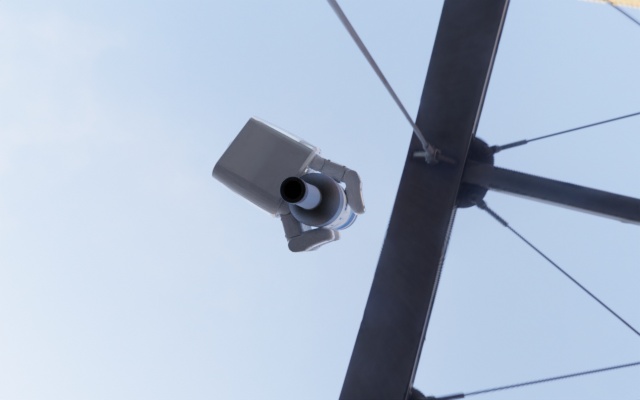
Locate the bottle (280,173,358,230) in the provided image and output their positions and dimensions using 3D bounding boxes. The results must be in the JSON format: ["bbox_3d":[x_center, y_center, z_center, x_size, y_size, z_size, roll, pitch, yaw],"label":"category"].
[{"bbox_3d":[0.000,0.002,0.620,0.069,0.069,0.296,0,-5,11],"label":"bottle"}]
